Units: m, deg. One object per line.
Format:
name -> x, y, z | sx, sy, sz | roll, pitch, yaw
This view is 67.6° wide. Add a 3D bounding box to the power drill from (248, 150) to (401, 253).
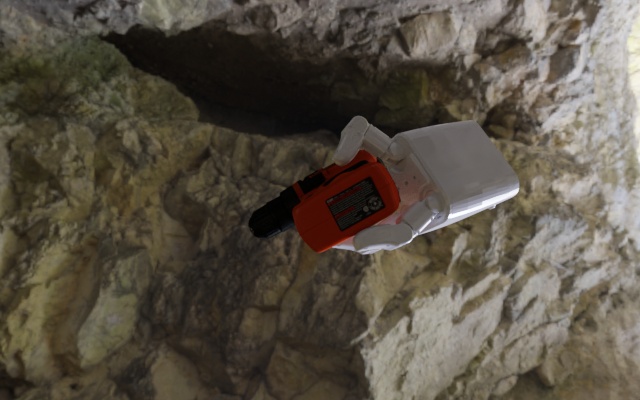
power drill -> 0.000, 0.002, 0.542 | 0.184, 0.057, 0.187 | -31, 12, -3
